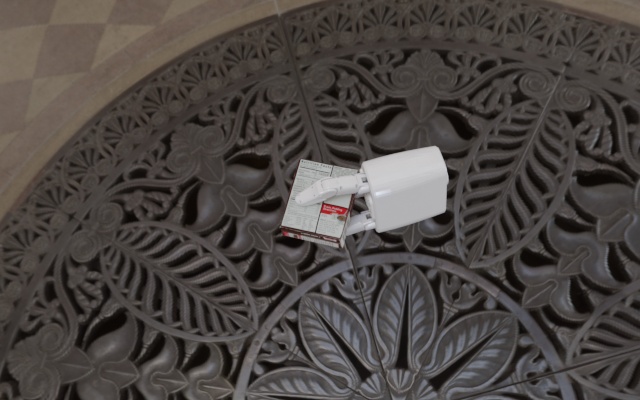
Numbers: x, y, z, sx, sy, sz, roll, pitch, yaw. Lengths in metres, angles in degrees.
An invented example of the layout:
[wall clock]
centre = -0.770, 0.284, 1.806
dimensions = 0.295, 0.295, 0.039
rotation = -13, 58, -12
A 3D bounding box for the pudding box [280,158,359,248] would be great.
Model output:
[pudding box]
centre = 0.000, 0.002, 0.675
dimensions = 0.090, 0.113, 0.039
rotation = 12, -23, 10
